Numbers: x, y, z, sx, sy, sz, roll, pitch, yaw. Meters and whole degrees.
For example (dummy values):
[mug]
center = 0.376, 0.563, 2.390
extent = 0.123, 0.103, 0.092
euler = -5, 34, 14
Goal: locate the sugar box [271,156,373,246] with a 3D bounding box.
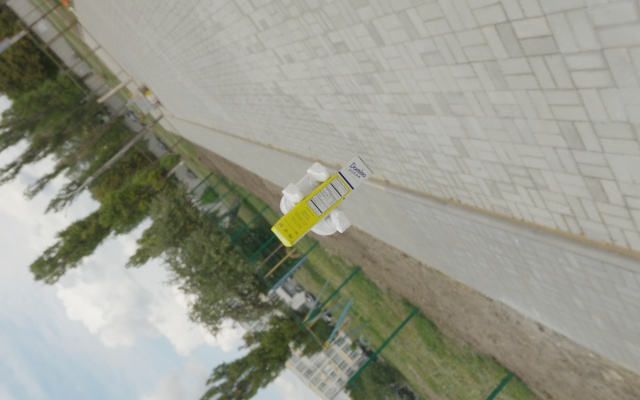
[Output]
[sugar box]
center = 0.000, 0.002, 0.781
extent = 0.176, 0.048, 0.093
euler = -43, 2, -10
